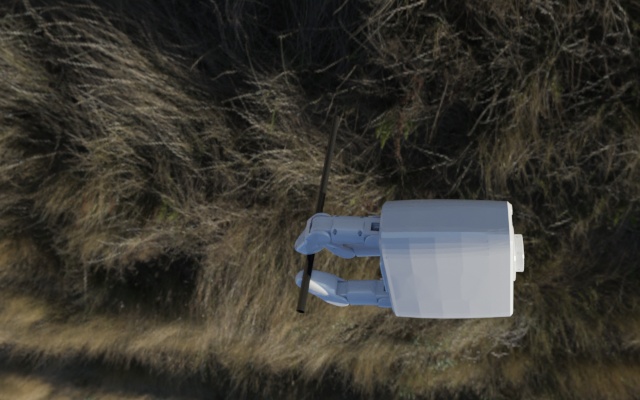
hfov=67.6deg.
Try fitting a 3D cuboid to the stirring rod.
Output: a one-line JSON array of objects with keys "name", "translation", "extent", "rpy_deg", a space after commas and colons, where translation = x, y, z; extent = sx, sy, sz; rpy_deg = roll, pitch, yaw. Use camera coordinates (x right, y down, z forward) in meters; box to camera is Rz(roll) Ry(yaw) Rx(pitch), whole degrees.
[{"name": "stirring rod", "translation": [0.000, 0.002, 0.499], "extent": [0.011, 0.239, 0.011], "rpy_deg": [7, -33, 5]}]
